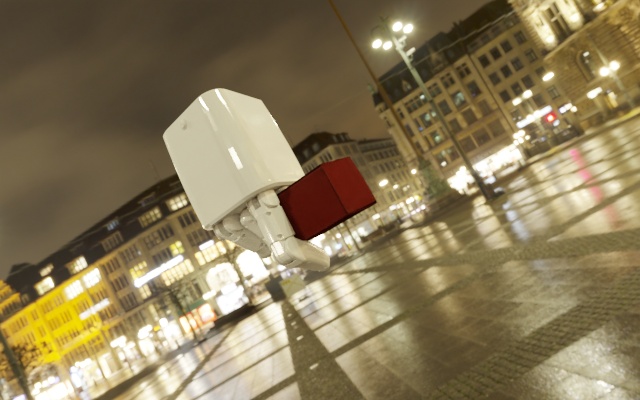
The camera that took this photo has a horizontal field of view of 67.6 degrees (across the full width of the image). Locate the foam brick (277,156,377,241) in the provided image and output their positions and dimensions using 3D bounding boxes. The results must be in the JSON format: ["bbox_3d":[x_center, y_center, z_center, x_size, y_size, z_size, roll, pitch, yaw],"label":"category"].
[{"bbox_3d":[0.000,0.001,0.443,0.078,0.051,0.053,-32,-8,35],"label":"foam brick"}]
